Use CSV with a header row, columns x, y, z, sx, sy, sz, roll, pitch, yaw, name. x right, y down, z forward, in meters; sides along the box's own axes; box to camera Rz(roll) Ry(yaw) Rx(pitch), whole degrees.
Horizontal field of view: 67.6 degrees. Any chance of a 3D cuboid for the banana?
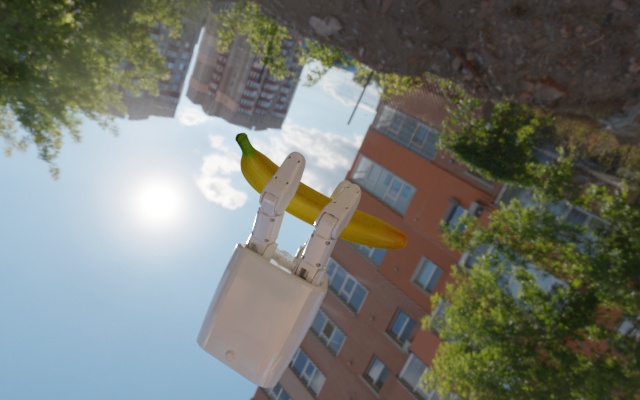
x,y,z,sx,sy,sz,roll,pitch,yaw,name
-0.007,0.003,0.490,0.198,0.037,0.069,30,-15,-6,banana
